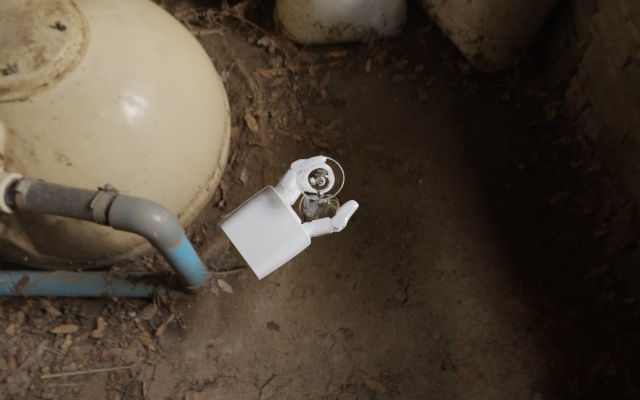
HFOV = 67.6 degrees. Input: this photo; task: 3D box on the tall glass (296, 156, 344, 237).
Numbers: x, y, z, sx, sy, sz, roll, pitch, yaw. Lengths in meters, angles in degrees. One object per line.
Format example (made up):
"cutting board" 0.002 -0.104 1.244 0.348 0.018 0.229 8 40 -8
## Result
"tall glass" 0.000 0.002 0.818 0.079 0.079 0.201 0 -22 1
